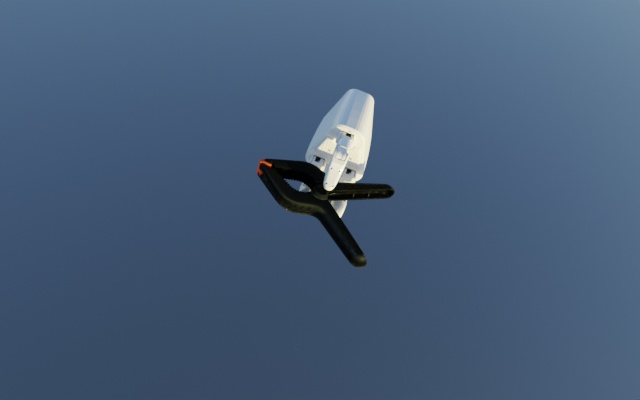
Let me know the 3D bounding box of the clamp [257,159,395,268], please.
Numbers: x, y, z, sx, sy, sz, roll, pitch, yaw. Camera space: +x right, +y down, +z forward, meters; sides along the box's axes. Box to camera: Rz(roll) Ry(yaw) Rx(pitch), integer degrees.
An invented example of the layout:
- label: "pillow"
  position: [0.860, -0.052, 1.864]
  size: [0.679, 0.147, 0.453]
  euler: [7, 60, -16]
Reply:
- label: "clamp"
  position: [0.000, 0.001, 0.697]
  size: [0.210, 0.164, 0.036]
  euler: [22, -43, -3]
